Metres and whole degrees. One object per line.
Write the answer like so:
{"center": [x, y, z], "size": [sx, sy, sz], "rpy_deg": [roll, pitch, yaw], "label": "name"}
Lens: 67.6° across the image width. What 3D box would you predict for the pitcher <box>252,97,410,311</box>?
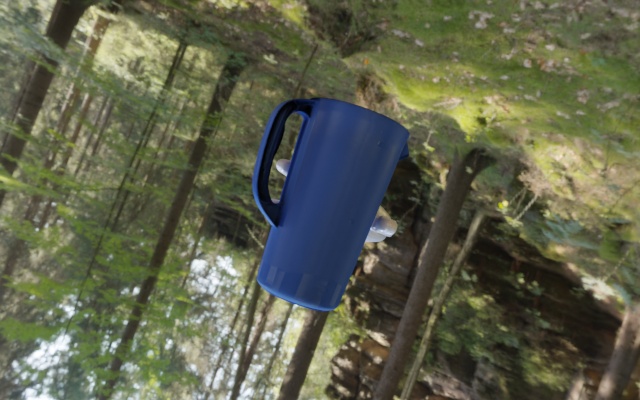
{"center": [0.000, 0.002, 0.588], "size": [0.149, 0.243, 0.145], "rpy_deg": [19, -2, 19], "label": "pitcher"}
